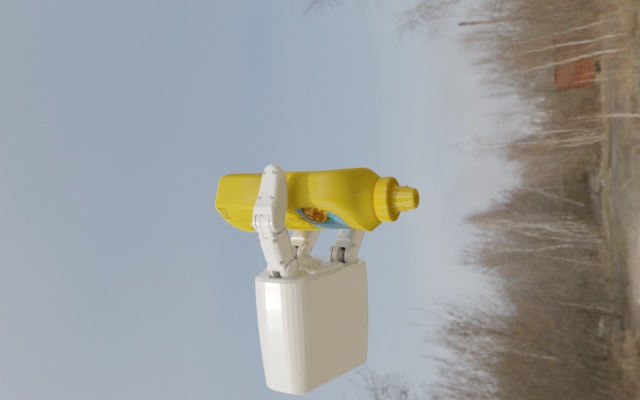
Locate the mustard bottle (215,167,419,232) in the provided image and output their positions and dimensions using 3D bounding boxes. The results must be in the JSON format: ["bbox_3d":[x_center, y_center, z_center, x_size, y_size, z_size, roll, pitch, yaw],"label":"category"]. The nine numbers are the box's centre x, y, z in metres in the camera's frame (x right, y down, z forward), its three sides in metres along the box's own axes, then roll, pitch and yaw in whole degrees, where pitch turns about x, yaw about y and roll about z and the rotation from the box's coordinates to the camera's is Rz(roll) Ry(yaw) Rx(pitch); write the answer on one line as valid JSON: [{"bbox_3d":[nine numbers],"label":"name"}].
[{"bbox_3d":[0.000,0.001,0.463,0.191,0.058,0.096,-1,-19,28],"label":"mustard bottle"}]
